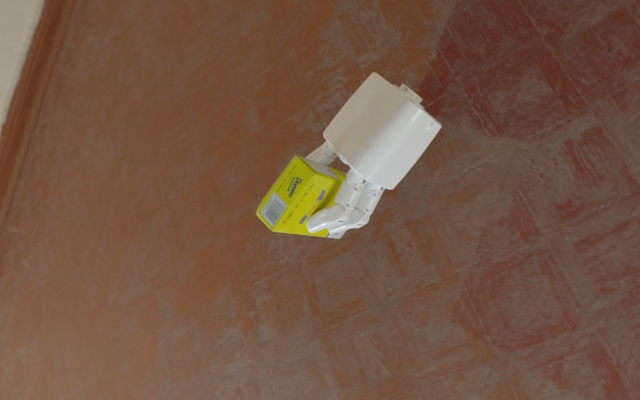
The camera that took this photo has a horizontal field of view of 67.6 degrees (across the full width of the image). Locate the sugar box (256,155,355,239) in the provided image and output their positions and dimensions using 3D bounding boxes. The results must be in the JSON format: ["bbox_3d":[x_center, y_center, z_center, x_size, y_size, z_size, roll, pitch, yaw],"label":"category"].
[{"bbox_3d":[0.000,0.002,0.647,0.048,0.093,0.176,46,17,29],"label":"sugar box"}]
